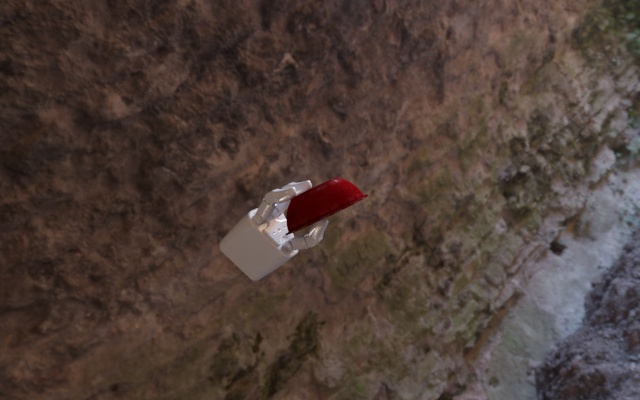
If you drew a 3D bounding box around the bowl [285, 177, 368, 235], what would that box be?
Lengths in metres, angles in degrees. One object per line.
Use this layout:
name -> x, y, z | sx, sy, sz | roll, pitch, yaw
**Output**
bowl -> 0.001, 0.002, 0.838 | 0.162, 0.055, 0.162 | -25, 0, 0
